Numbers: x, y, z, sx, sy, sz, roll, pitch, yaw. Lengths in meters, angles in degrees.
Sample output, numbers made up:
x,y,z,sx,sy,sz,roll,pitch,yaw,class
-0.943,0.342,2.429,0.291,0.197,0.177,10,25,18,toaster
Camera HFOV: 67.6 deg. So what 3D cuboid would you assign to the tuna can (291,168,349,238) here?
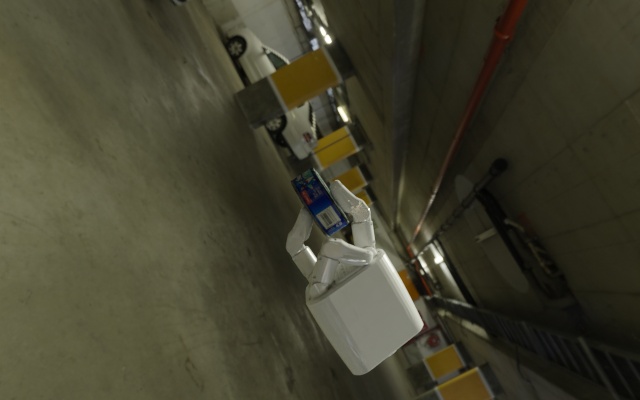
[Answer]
x,y,z,sx,sy,sz,roll,pitch,yaw,class
0.001,0.002,0.598,0.034,0.086,0.086,-33,-2,3,tuna can
